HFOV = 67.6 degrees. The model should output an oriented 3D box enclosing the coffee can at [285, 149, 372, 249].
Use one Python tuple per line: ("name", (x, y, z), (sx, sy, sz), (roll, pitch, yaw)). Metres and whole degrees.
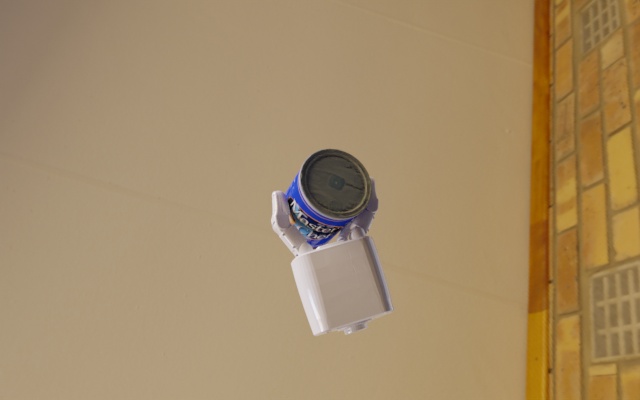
("coffee can", (0.000, 0.002, 0.695), (0.103, 0.102, 0.140), (0, -22, -20))
